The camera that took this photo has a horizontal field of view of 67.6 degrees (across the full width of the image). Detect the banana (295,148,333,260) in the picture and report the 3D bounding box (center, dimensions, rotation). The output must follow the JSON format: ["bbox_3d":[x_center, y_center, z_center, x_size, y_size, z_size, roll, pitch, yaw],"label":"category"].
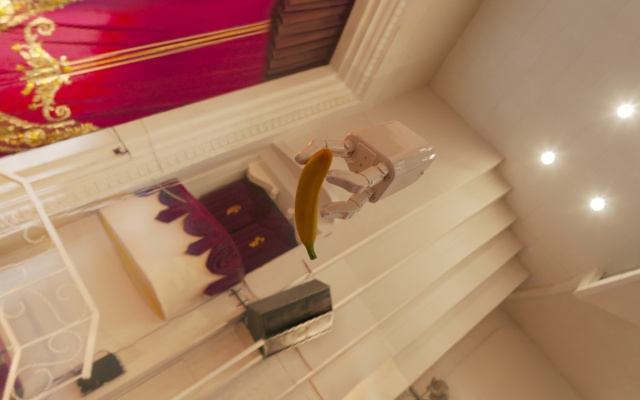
[{"bbox_3d":[-0.012,-0.004,0.742,0.037,0.198,0.069,-19,41,-33],"label":"banana"}]
